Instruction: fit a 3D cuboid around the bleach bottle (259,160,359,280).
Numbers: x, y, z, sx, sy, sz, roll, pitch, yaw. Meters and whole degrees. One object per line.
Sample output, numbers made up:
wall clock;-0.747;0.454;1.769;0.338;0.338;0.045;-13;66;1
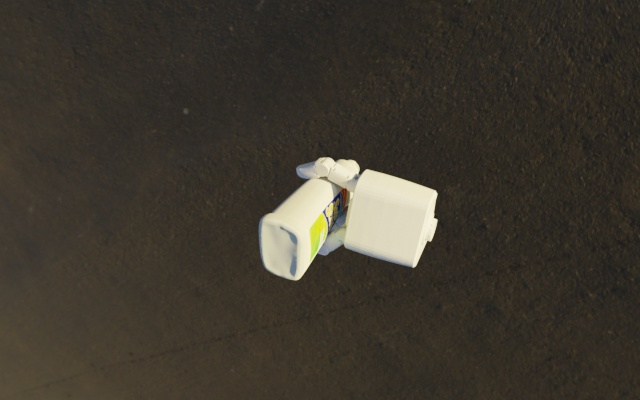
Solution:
bleach bottle;0.000;0.002;0.712;0.068;0.103;0.250;17;39;19
